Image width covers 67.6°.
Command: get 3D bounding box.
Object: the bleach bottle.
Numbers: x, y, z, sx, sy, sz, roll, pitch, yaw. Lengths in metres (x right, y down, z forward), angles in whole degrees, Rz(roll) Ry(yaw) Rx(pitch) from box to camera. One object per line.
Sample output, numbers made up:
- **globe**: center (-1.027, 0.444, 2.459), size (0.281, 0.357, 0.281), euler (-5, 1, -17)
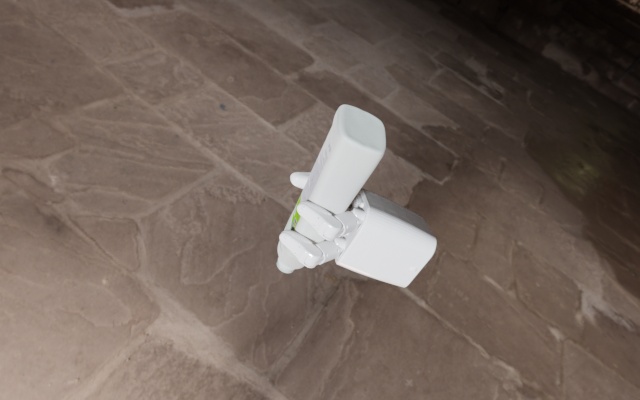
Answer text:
- **bleach bottle**: center (0.000, 0.002, 0.644), size (0.068, 0.251, 0.102), euler (22, 35, -11)
